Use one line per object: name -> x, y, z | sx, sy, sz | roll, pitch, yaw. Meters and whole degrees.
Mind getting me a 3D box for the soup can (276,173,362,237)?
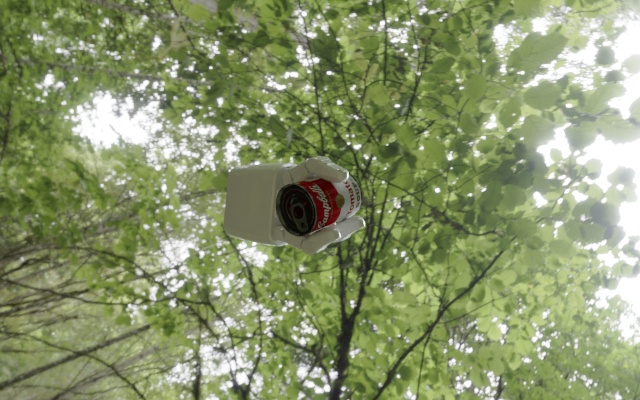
soup can -> 0.001, 0.002, 0.631 | 0.068, 0.068, 0.102 | 0, 12, 40
